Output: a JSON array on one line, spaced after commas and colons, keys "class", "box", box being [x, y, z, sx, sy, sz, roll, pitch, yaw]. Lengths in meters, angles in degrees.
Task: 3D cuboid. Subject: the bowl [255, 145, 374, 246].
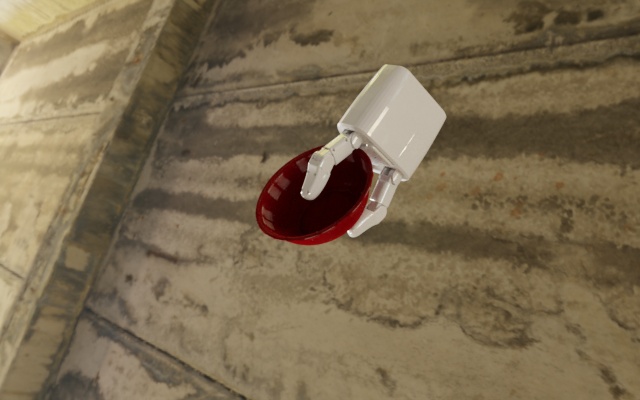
[{"class": "bowl", "box": [-0.001, 0.003, 0.609, 0.162, 0.162, 0.055, 0, -41, 34]}]
